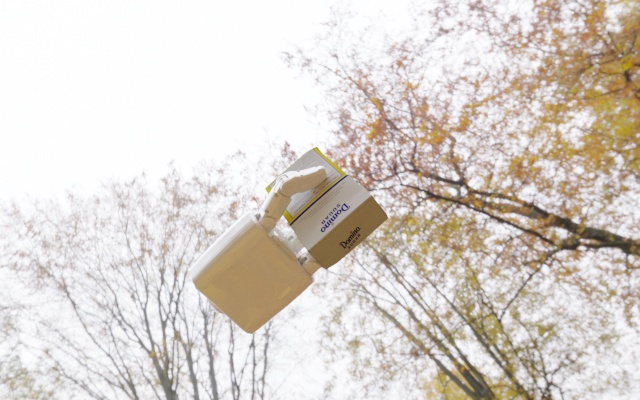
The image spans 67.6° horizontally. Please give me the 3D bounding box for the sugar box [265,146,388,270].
[{"bbox_3d":[0.000,0.002,0.582,0.048,0.093,0.176,49,0,-35],"label":"sugar box"}]
